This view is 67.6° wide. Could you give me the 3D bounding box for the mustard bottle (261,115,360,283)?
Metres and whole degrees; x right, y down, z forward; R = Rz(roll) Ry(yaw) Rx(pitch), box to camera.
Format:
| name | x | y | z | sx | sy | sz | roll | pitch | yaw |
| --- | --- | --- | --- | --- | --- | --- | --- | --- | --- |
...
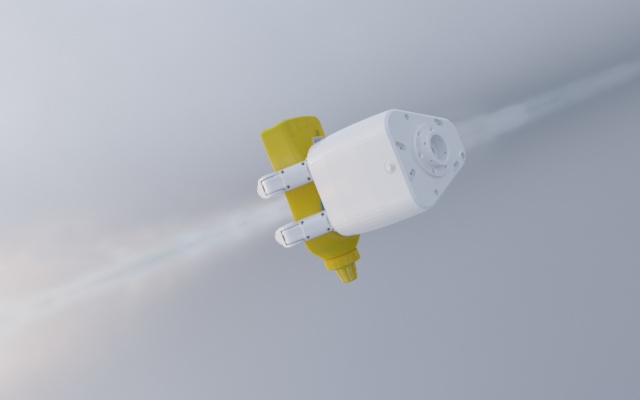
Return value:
| name | x | y | z | sx | sy | sz | roll | pitch | yaw |
| --- | --- | --- | --- | --- | --- | --- | --- | --- | --- |
| mustard bottle | 0.000 | 0.002 | 0.542 | 0.058 | 0.191 | 0.096 | -21 | 1 | 23 |
